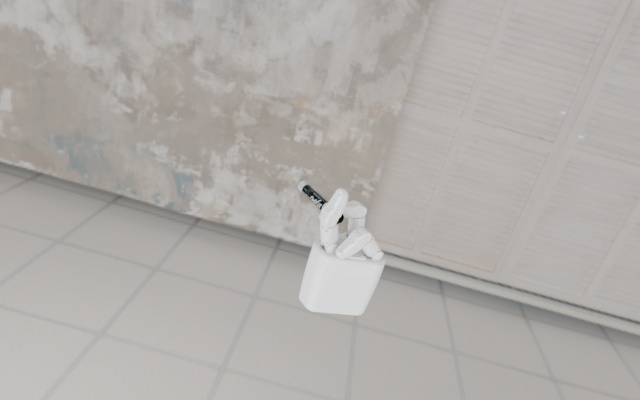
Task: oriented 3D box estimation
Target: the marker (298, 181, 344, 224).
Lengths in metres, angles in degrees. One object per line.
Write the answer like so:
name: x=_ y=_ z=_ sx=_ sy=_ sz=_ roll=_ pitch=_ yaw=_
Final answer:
marker: x=0.000 y=0.002 z=0.754 sx=0.020 sy=0.020 sz=0.121 roll=0 pitch=27 yaw=-34
